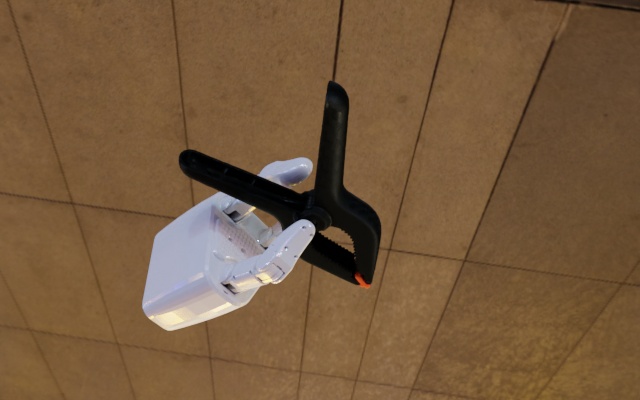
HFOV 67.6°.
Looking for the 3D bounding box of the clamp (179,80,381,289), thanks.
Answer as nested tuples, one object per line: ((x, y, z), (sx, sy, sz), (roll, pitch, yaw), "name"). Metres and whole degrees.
((0.000, 0.002, 0.420), (0.164, 0.036, 0.210), (-25, -58, 33), "clamp")
